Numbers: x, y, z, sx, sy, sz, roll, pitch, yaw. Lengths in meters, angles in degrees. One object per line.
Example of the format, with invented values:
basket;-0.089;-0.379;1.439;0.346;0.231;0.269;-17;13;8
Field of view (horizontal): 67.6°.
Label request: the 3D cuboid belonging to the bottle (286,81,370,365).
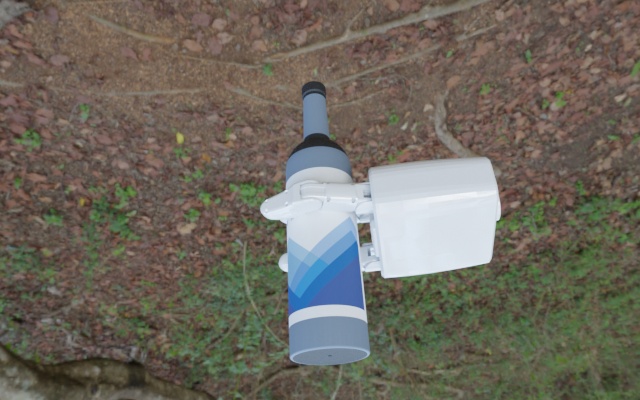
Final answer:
bottle;0.000;0.002;0.466;0.069;0.295;0.069;-3;-30;-2
